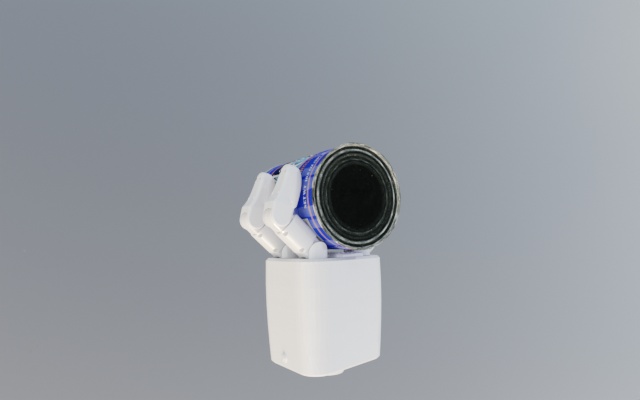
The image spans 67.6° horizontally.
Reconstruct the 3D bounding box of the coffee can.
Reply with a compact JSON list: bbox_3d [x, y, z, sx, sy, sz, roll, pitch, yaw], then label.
[{"bbox_3d":[0.000,0.001,0.508,0.103,0.103,0.140,0,-5,-32],"label":"coffee can"}]
